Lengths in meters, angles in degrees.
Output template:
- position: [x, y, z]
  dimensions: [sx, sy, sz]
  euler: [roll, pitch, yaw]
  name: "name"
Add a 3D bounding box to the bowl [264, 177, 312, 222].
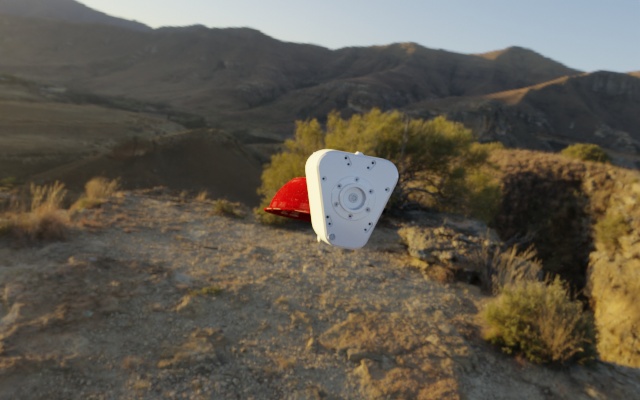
- position: [0.000, 0.002, 0.711]
  dimensions: [0.162, 0.055, 0.162]
  euler: [9, -7, 1]
  name: "bowl"
